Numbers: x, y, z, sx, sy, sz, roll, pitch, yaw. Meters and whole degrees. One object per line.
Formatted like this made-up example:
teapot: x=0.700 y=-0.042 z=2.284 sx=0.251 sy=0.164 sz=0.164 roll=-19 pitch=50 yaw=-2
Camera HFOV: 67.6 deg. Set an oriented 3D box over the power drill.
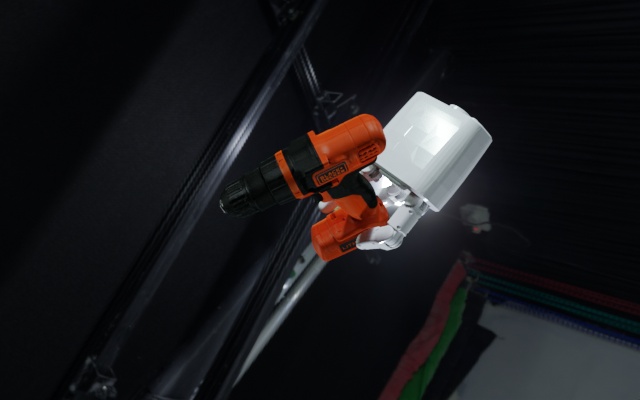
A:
power drill: x=0.000 y=0.002 z=0.548 sx=0.184 sy=0.057 sz=0.188 roll=-25 pitch=-34 yaw=3
